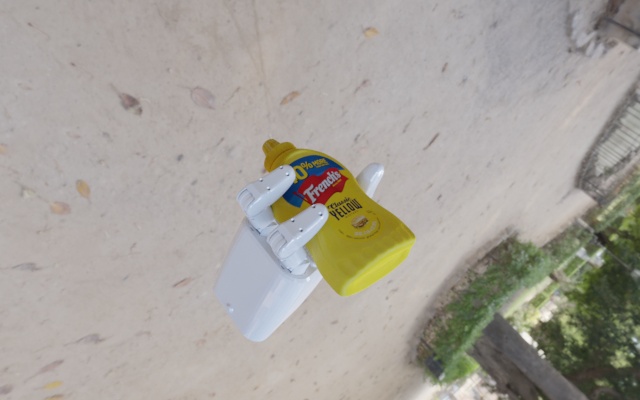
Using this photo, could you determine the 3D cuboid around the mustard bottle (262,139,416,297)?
[{"bbox_3d":[0.000,0.002,0.489,0.096,0.191,0.058,-27,-30,-29],"label":"mustard bottle"}]
